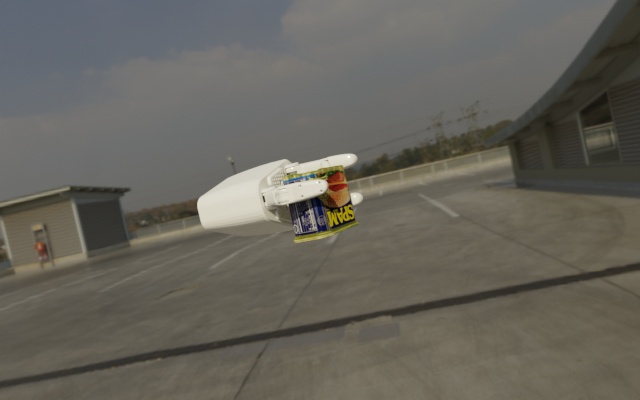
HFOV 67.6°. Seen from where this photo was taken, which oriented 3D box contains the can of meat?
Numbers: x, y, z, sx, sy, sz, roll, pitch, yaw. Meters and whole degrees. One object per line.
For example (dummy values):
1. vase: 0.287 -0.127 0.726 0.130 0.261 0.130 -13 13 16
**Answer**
1. can of meat: 0.000 0.002 0.620 0.057 0.084 0.102 -12 1 31
